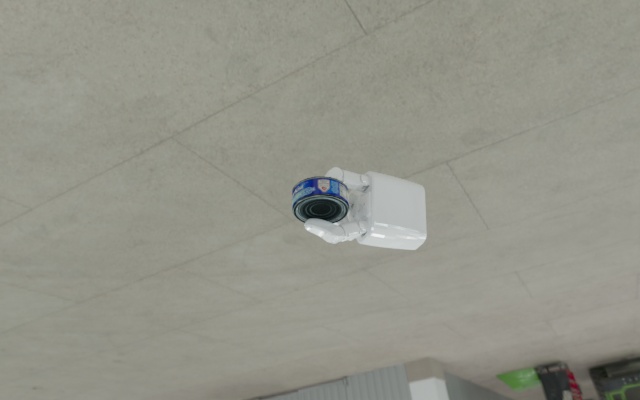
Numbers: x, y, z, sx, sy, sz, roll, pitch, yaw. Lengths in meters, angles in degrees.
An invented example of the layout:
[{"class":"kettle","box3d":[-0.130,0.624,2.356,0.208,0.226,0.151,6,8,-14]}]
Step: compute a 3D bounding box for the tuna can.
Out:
[{"class":"tuna can","box3d":[0.000,0.003,0.708,0.086,0.033,0.086,-1,-34,-1]}]
